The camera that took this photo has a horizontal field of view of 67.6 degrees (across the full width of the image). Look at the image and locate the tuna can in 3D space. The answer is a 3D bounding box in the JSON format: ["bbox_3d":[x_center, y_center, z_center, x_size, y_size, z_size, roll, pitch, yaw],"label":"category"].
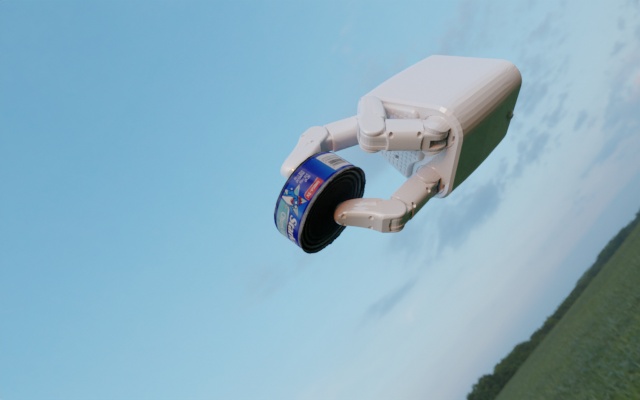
[{"bbox_3d":[0.000,0.001,0.413,0.033,0.086,0.086,34,16,26],"label":"tuna can"}]
